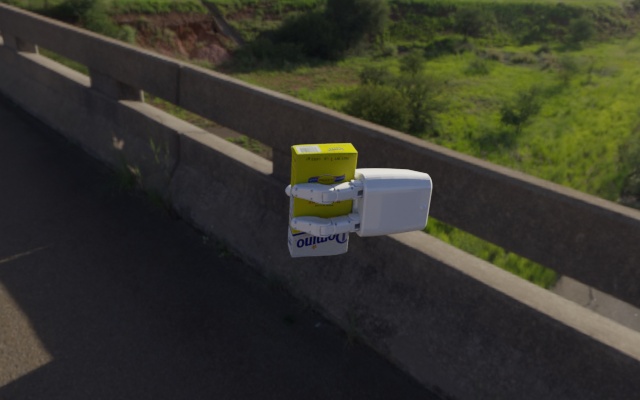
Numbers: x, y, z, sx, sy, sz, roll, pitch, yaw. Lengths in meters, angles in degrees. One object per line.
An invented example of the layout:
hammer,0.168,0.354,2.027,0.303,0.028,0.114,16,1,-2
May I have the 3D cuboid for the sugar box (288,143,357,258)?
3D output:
sugar box,0.000,0.003,0.730,0.093,0.176,0.048,-3,26,-12
